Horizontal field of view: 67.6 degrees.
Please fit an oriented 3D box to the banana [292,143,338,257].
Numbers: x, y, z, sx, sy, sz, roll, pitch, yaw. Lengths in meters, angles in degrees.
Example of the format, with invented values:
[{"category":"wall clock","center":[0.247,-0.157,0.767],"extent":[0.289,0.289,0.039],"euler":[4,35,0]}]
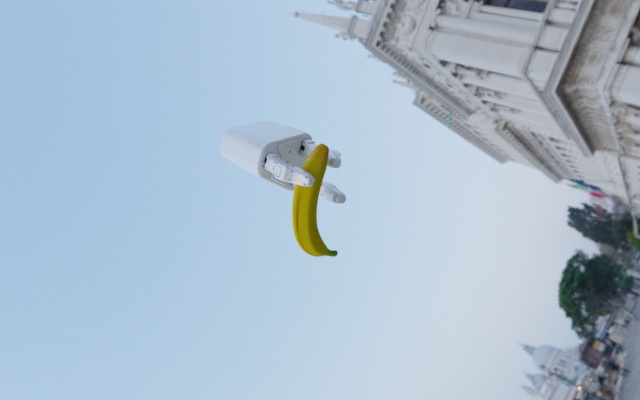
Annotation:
[{"category":"banana","center":[-0.013,0.013,0.718],"extent":[0.069,0.198,0.037],"euler":[-28,38,-35]}]
